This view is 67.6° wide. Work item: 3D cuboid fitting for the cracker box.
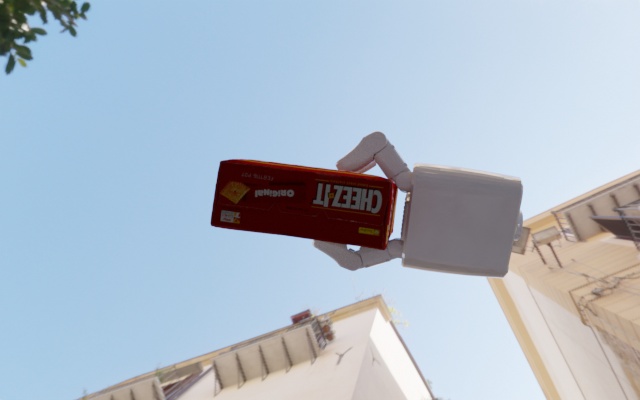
[{"bbox_3d":[0.000,0.002,0.528,0.164,0.072,0.213,7,1,10],"label":"cracker box"}]
